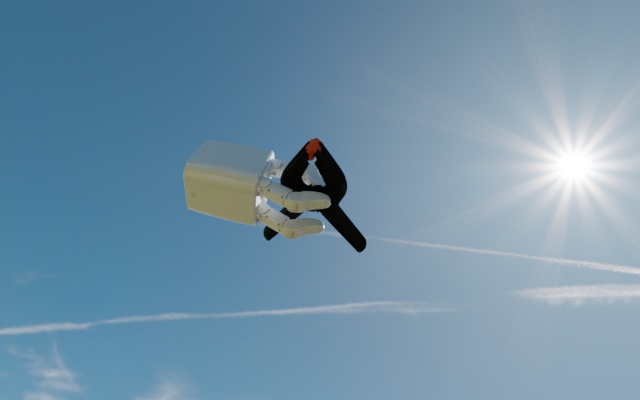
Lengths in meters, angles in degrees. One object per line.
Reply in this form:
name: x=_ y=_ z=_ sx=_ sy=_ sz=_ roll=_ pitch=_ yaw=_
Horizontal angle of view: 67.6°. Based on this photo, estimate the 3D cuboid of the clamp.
clamp: x=0.000 y=0.001 z=0.698 sx=0.164 sy=0.036 sz=0.210 roll=11 pitch=-44 yaw=1
